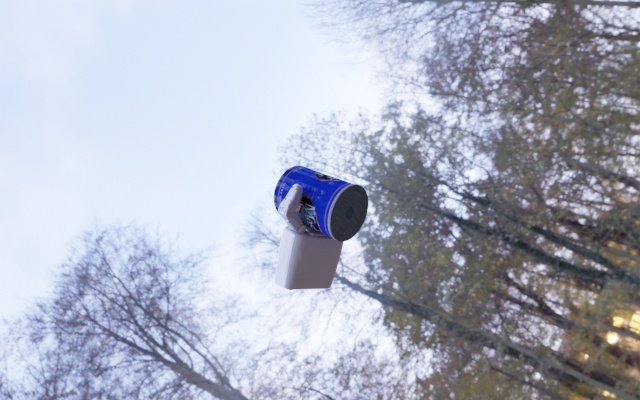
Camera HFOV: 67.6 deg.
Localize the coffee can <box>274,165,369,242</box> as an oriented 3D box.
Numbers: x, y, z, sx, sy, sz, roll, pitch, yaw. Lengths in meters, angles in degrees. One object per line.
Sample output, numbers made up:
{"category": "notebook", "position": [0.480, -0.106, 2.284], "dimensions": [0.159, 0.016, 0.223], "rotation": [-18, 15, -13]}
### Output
{"category": "coffee can", "position": [0.000, 0.003, 0.859], "dimensions": [0.140, 0.103, 0.103], "rotation": [21, 14, 38]}
